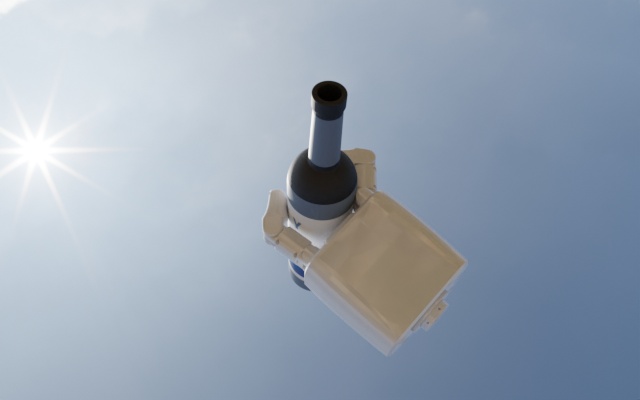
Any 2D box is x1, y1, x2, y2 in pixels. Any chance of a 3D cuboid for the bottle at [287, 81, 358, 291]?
[{"bbox_3d":[0.000,0.002,0.479,0.069,0.069,0.296,0,-34,-3],"label":"bottle"}]
